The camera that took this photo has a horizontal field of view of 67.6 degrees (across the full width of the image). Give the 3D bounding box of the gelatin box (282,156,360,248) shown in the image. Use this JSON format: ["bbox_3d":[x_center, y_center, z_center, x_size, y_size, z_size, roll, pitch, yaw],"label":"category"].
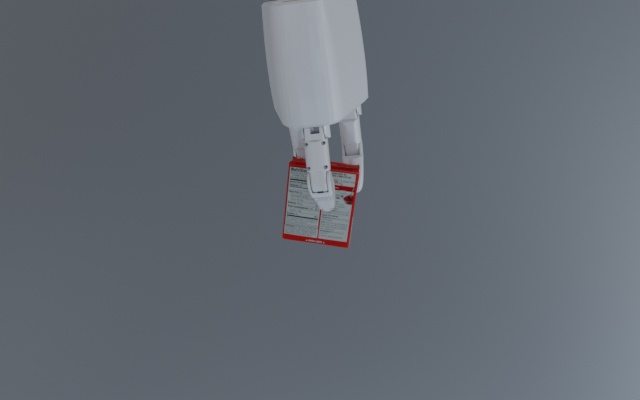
[{"bbox_3d":[0.000,0.002,0.509,0.073,0.089,0.030,7,20,2],"label":"gelatin box"}]
